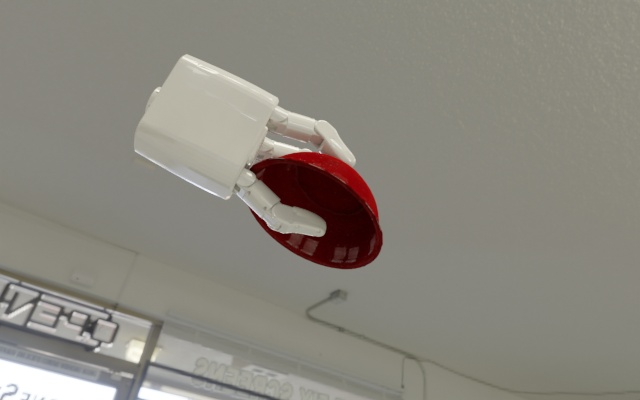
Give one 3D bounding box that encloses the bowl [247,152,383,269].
[{"bbox_3d":[0.001,0.002,0.514,0.162,0.162,0.055,0,43,37],"label":"bowl"}]
